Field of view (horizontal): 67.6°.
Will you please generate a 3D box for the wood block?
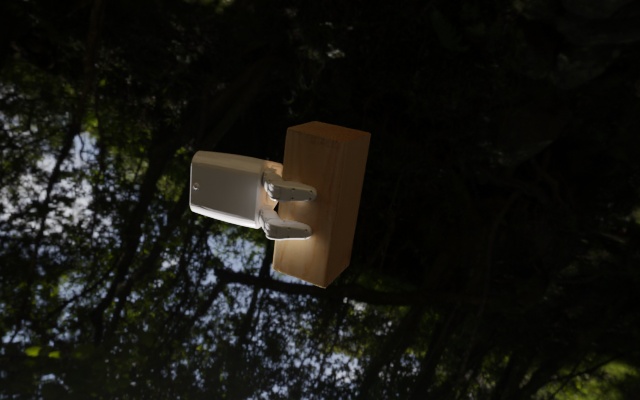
[{"bbox_3d":[0.000,0.002,0.673,0.090,0.206,0.091,16,22,21],"label":"wood block"}]
